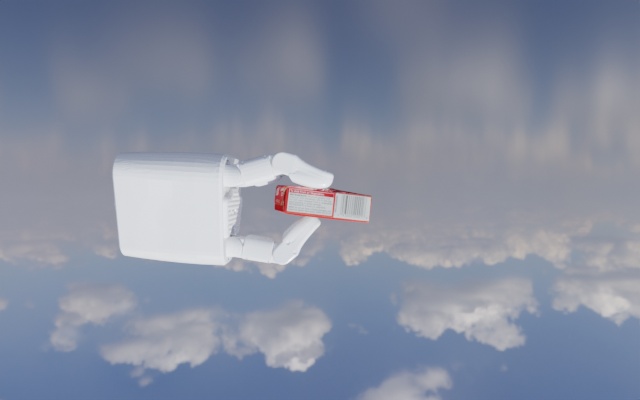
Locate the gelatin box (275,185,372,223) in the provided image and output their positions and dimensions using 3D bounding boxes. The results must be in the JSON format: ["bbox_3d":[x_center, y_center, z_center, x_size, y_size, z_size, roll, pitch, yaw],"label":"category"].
[{"bbox_3d":[0.000,0.002,0.494,0.089,0.030,0.073,7,1,-12],"label":"gelatin box"}]
